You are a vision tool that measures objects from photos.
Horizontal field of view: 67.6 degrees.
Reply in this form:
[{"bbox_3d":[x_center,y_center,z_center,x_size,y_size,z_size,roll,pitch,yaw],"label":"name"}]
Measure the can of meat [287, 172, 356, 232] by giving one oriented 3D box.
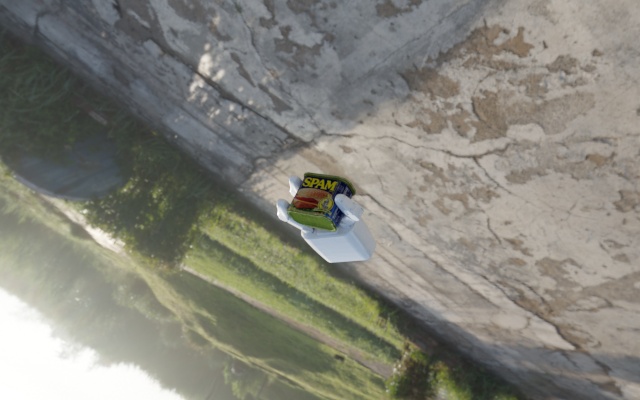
[{"bbox_3d":[0.000,0.003,0.850,0.102,0.084,0.057,10,-28,33],"label":"can of meat"}]
